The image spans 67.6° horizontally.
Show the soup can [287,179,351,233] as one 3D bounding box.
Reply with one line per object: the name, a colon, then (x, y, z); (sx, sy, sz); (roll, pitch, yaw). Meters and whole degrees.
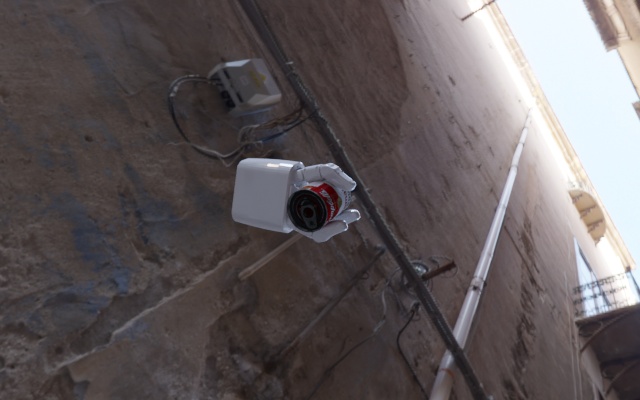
soup can: (0.001, 0.002, 0.756); (0.068, 0.068, 0.102); (0, 16, 26)
